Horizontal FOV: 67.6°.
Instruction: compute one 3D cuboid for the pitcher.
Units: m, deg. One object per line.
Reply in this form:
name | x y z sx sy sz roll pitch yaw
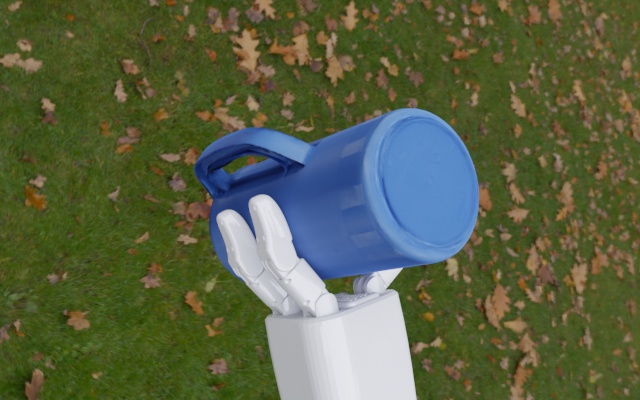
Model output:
pitcher | 0.000 0.002 0.411 0.149 0.145 0.243 -9 -5 -35
